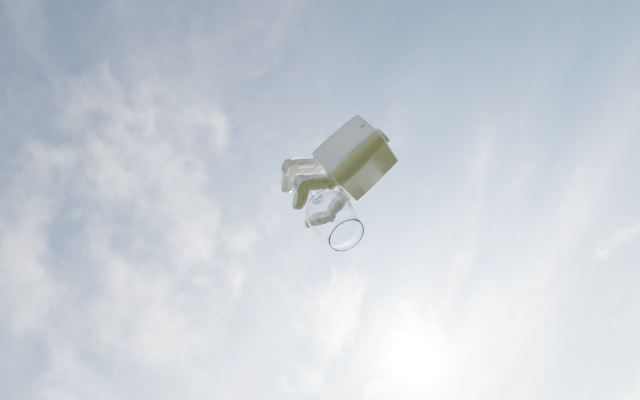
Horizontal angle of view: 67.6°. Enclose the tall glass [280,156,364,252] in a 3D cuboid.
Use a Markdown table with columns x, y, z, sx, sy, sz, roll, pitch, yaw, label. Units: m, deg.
| x | y | z | sx | sy | sz | roll | pitch | yaw | label |
| --- | --- | --- | --- | --- | --- | --- | --- | --- | --- |
| 0.000 | 0.002 | 0.815 | 0.079 | 0.079 | 0.201 | 0 | 32 | -29 | tall glass |
